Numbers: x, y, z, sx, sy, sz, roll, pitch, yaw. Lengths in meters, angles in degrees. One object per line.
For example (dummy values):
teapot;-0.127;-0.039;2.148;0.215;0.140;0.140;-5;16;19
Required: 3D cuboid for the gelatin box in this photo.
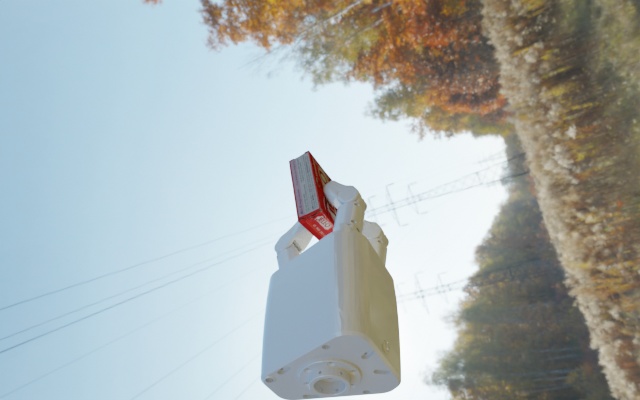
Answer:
gelatin box;0.000;0.002;0.519;0.030;0.089;0.073;-26;-42;15
